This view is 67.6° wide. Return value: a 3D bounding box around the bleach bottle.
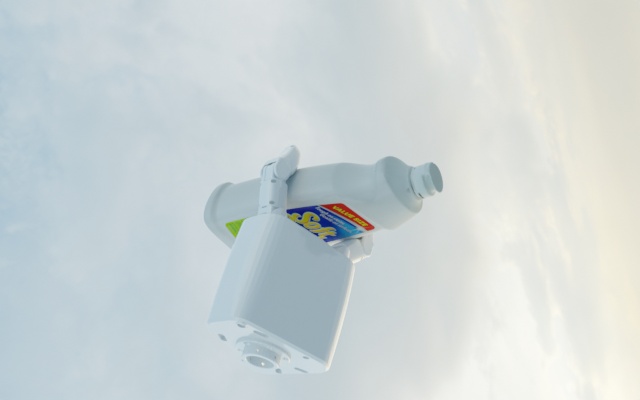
[{"bbox_3d":[0.000,0.002,0.496,0.251,0.068,0.103,-16,-49,34],"label":"bleach bottle"}]
